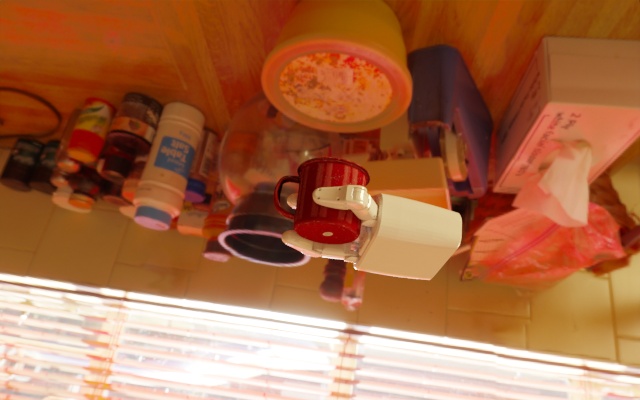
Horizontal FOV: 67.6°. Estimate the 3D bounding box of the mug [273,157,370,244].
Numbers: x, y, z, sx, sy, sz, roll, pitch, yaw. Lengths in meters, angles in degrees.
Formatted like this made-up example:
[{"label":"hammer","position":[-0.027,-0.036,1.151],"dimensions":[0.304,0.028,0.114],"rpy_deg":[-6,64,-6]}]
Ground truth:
[{"label":"mug","position":[-0.001,0.002,0.588],"dimensions":[0.117,0.081,0.093],"rpy_deg":[11,-24,-7]}]
